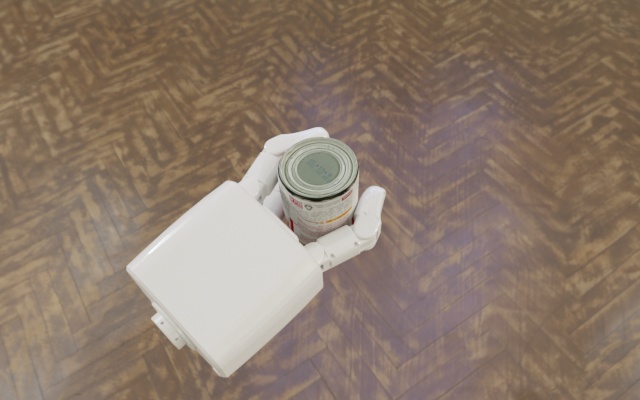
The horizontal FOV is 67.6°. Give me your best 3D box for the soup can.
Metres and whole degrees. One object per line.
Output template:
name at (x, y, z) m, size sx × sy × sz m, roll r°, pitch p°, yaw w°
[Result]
soup can at (0.000, 0.001, 0.427) m, size 0.068 × 0.068 × 0.102 m, roll 0°, pitch -36°, yaw 3°
